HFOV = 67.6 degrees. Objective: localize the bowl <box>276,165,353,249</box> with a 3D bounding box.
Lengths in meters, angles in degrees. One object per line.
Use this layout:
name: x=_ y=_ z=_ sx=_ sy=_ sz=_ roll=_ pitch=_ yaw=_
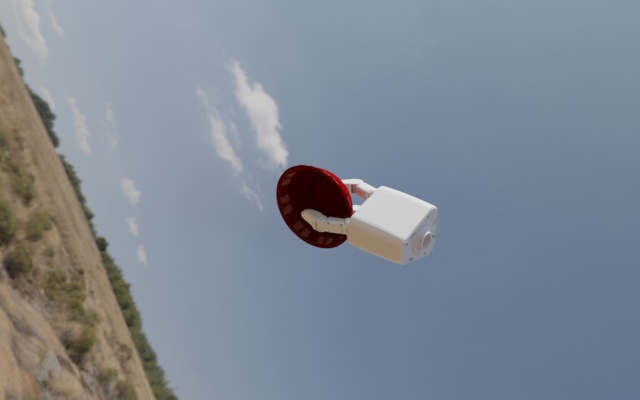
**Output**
bowl: x=-0.001 y=0.002 z=0.852 sx=0.162 sy=0.162 sz=0.055 roll=0 pitch=25 yaw=37
